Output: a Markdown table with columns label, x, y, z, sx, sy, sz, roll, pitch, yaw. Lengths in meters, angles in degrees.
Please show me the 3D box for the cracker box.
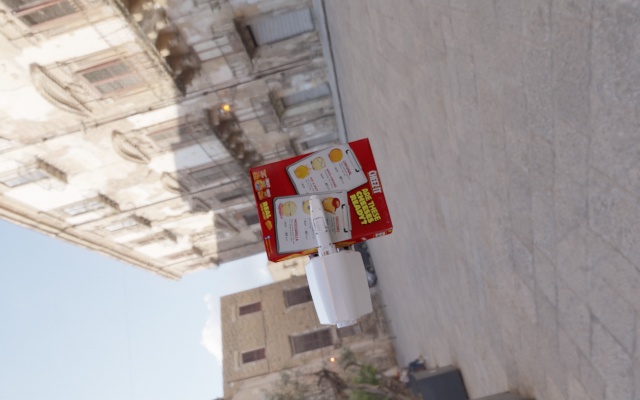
| label | x | y | z | sx | sy | sz | roll | pitch | yaw |
| --- | --- | --- | --- | --- | --- | --- | --- | --- | --- |
| cracker box | 0.000 | 0.003 | 0.822 | 0.214 | 0.164 | 0.072 | -14 | -13 | 3 |
